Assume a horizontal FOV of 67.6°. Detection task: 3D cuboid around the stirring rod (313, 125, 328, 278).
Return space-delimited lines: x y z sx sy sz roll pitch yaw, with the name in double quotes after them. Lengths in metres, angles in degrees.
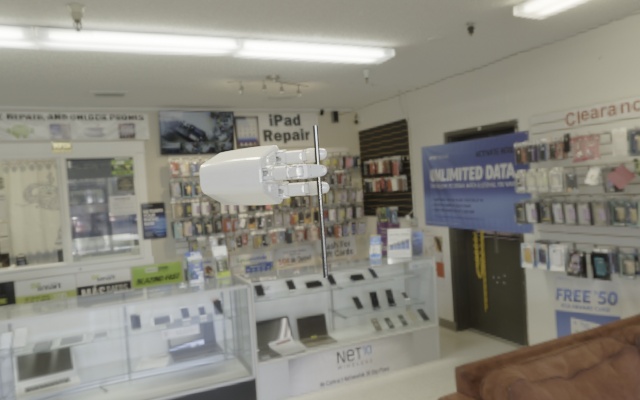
0.000 0.003 0.754 0.011 0.239 0.011 -4 2 0 "stirring rod"
